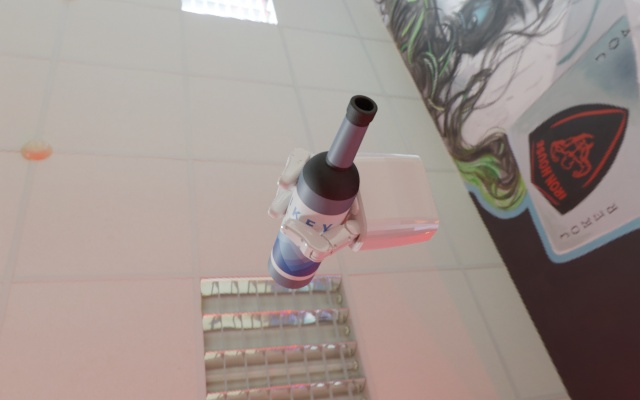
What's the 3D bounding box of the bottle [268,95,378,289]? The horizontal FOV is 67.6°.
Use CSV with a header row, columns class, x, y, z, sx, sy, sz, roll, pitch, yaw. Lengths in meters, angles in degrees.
class,x,y,z,sx,sy,sz,roll,pitch,yaw
bottle,0.000,0.002,0.550,0.069,0.069,0.296,0,-38,-21
